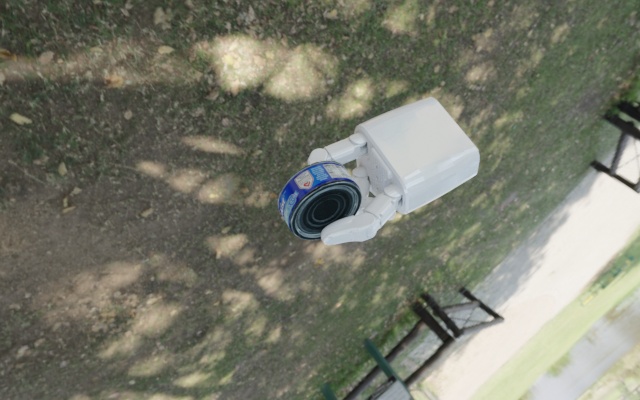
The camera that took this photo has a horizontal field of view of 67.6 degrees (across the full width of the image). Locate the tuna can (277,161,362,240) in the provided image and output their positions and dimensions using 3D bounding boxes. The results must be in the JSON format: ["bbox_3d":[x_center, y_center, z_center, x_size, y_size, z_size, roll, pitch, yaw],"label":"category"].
[{"bbox_3d":[0.000,0.002,0.504,0.086,0.086,0.033,0,41,-36],"label":"tuna can"}]
